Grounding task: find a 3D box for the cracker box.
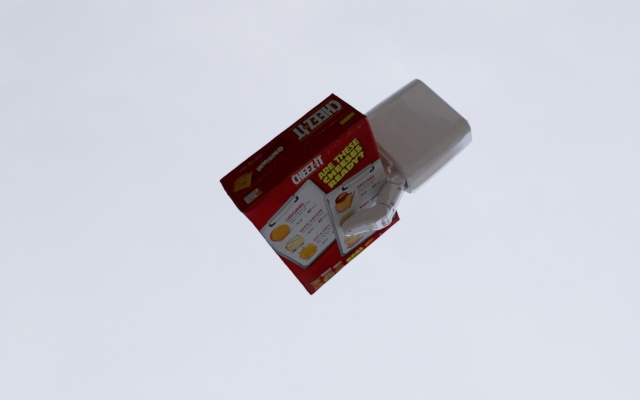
[{"bbox_3d":[0.000,0.002,0.583,0.072,0.164,0.214,45,-10,38],"label":"cracker box"}]
